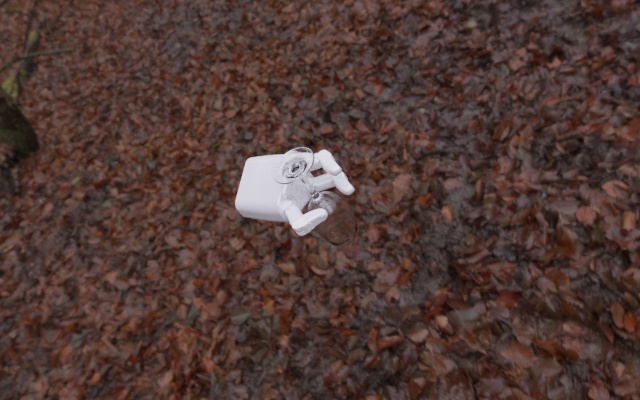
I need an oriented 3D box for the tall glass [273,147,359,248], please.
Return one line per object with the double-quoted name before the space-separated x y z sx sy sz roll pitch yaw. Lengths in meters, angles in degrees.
"tall glass" 0.000 0.002 0.816 0.079 0.079 0.201 0 -36 33
